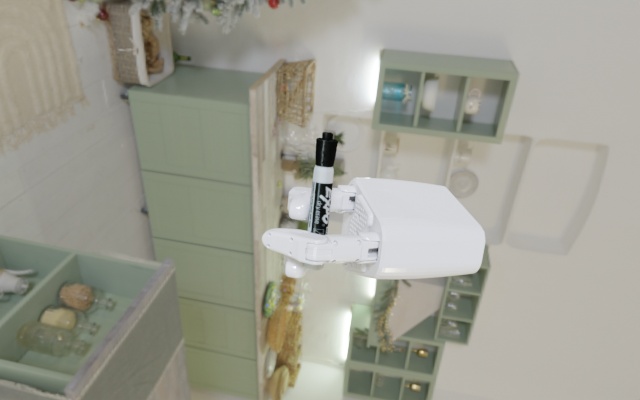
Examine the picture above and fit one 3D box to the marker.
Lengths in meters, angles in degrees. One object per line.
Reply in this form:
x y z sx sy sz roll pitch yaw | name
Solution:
0.000 0.001 0.415 0.020 0.121 0.020 6 14 -1 | marker
